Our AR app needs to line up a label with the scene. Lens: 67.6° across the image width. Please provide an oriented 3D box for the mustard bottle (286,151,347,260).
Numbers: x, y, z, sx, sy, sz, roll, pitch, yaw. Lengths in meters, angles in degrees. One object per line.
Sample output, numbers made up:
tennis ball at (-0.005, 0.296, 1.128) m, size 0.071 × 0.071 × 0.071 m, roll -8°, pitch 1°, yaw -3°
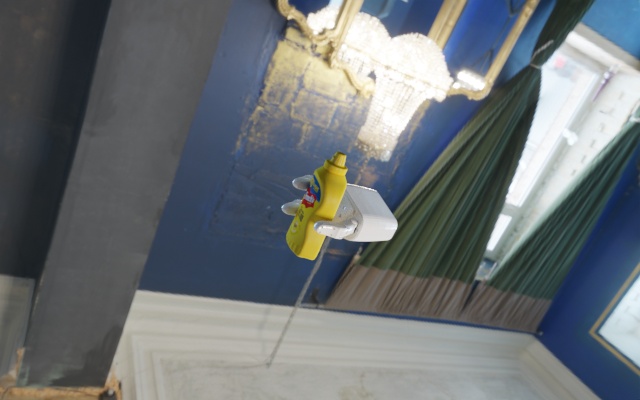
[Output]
mustard bottle at (0.000, 0.003, 0.846) m, size 0.058 × 0.192 × 0.096 m, roll 17°, pitch 20°, yaw -19°
